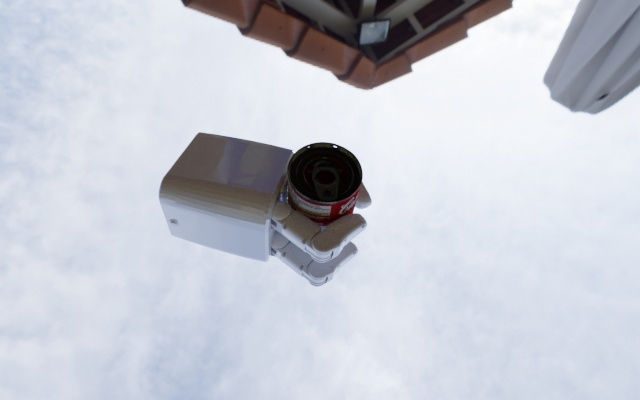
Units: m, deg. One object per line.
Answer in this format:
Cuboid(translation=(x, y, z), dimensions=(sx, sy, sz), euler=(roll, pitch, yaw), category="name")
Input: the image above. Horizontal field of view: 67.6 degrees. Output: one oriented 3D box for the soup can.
Cuboid(translation=(0.001, 0.002, 0.468), dimensions=(0.068, 0.068, 0.102), euler=(0, -33, -6), category="soup can")
